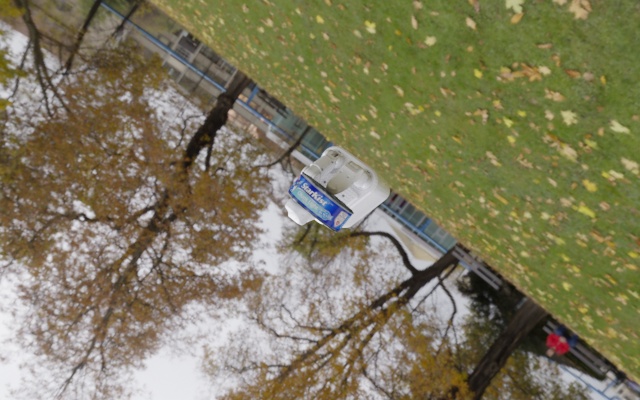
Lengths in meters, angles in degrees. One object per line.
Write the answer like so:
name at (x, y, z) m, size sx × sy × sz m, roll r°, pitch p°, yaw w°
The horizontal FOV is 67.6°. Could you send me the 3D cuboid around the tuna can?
tuna can at (0.000, 0.002, 0.616) m, size 0.086 × 0.034 × 0.086 m, roll 39°, pitch 4°, yaw -3°
